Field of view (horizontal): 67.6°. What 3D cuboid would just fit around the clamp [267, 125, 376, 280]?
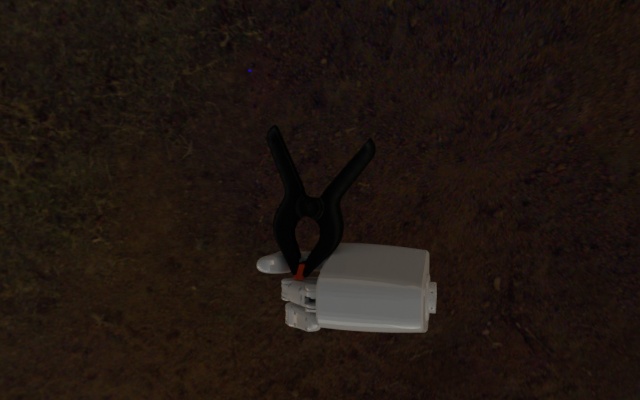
[{"bbox_3d":[0.000,0.002,0.528,0.120,0.171,0.039,1,5,13],"label":"clamp"}]
